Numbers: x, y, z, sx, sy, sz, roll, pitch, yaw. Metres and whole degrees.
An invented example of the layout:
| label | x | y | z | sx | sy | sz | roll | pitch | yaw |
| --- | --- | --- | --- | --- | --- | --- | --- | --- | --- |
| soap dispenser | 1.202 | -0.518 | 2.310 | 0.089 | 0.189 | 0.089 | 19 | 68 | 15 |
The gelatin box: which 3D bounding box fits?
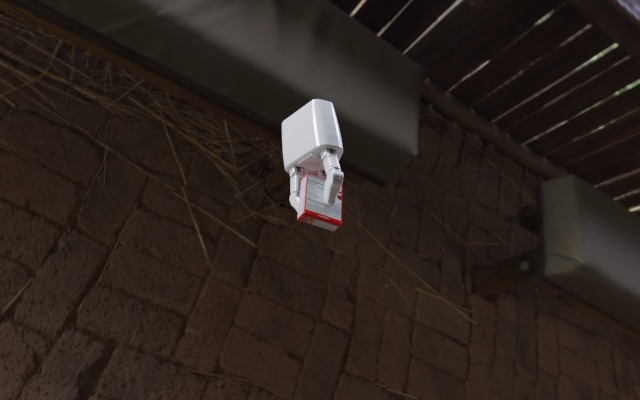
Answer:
| label | x | y | z | sx | sy | sz | roll | pitch | yaw |
| --- | --- | --- | --- | --- | --- | --- | --- | --- | --- |
| gelatin box | 0.000 | 0.003 | 0.832 | 0.073 | 0.089 | 0.030 | 19 | -39 | -22 |
